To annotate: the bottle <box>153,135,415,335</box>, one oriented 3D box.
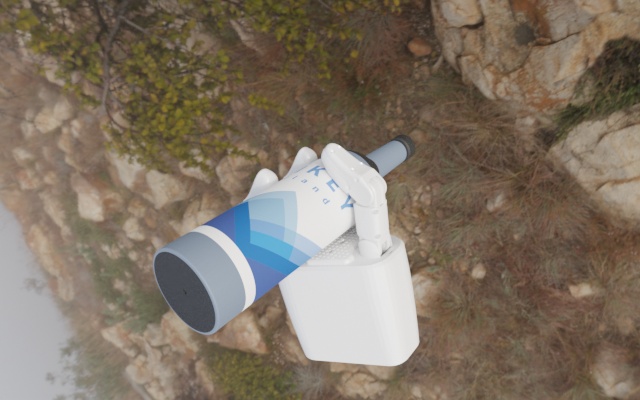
[{"bbox_3d":[0.000,0.001,0.414,0.069,0.069,0.295,0,24,42],"label":"bottle"}]
